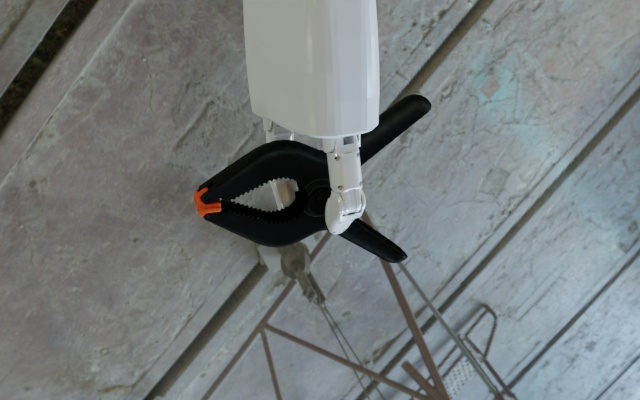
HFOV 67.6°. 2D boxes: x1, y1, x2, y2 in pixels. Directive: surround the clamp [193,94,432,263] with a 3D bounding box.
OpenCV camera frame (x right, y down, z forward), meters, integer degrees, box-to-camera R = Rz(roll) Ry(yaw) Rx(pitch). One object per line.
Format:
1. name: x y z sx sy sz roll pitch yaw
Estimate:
1. clamp: 0.000 0.002 0.417 0.210 0.165 0.036 -12 27 -17
